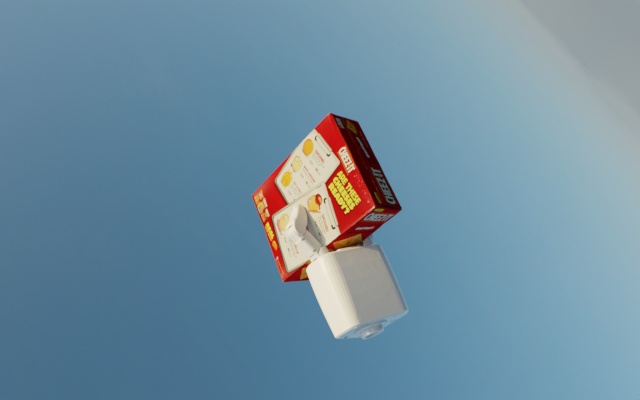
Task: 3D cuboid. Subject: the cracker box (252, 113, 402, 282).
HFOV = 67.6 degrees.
[{"bbox_3d":[0.000,0.002,0.723,0.072,0.164,0.214,5,-37,-45],"label":"cracker box"}]
